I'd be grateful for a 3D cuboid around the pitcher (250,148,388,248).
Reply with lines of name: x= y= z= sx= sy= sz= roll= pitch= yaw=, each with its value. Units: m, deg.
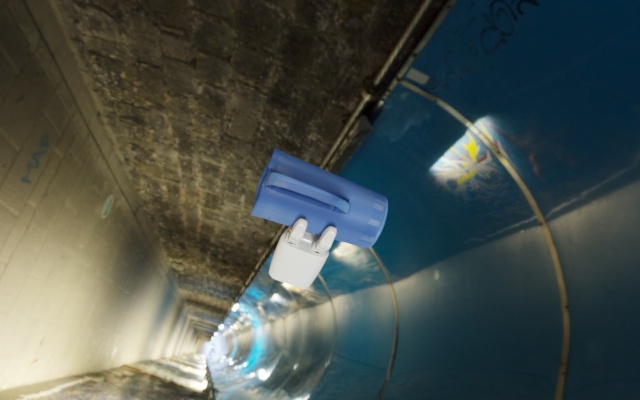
pitcher: x=0.000 y=0.003 z=0.892 sx=0.243 sy=0.145 sz=0.149 roll=20 pitch=37 yaw=-7
